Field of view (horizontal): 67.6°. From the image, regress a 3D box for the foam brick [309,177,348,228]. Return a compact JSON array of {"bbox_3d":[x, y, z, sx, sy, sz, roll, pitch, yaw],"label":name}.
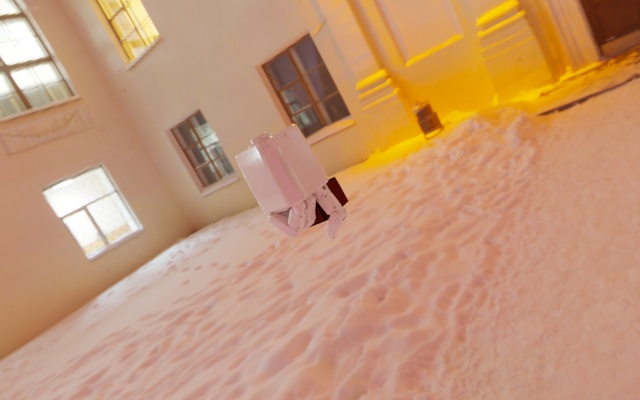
[{"bbox_3d":[0.000,0.003,0.806,0.053,0.051,0.078,-23,10,39],"label":"foam brick"}]
